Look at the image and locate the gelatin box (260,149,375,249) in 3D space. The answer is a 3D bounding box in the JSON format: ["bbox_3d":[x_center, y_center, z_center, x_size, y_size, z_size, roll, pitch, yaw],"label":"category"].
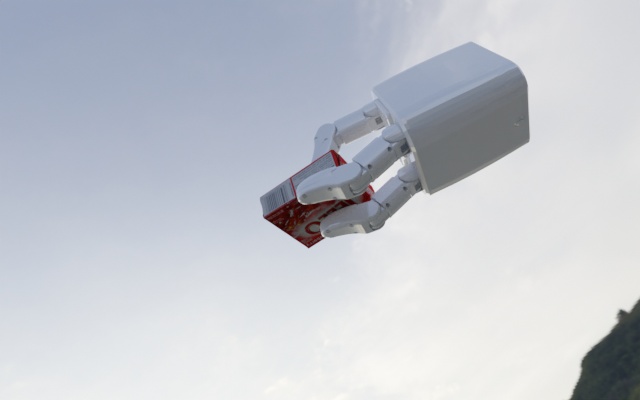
[{"bbox_3d":[0.000,0.001,0.452,0.089,0.030,0.073,-32,-42,18],"label":"gelatin box"}]
